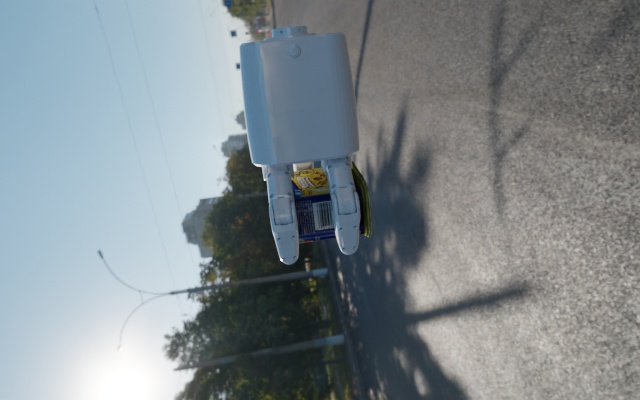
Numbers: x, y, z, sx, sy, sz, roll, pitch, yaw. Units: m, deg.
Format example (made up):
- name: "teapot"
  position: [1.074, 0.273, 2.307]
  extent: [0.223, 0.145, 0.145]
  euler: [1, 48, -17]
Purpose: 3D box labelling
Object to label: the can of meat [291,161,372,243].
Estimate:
- name: "can of meat"
  position: [0.000, 0.002, 0.480]
  extent: [0.084, 0.057, 0.102]
  euler: [-7, 21, -4]
